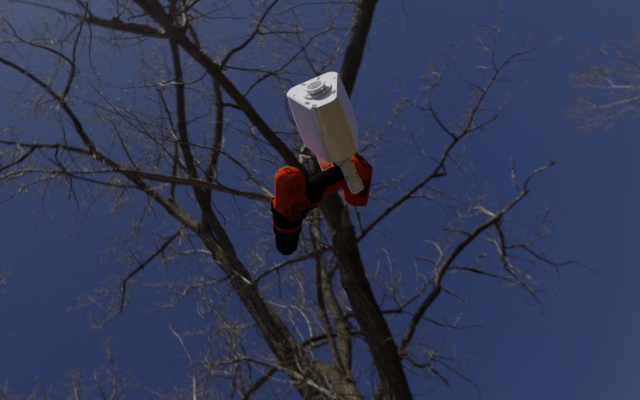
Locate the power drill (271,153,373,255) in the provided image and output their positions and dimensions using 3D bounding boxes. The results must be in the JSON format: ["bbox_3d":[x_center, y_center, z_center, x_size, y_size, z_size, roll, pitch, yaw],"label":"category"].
[{"bbox_3d":[0.000,0.002,0.844,0.187,0.185,0.057,-23,49,-29],"label":"power drill"}]
